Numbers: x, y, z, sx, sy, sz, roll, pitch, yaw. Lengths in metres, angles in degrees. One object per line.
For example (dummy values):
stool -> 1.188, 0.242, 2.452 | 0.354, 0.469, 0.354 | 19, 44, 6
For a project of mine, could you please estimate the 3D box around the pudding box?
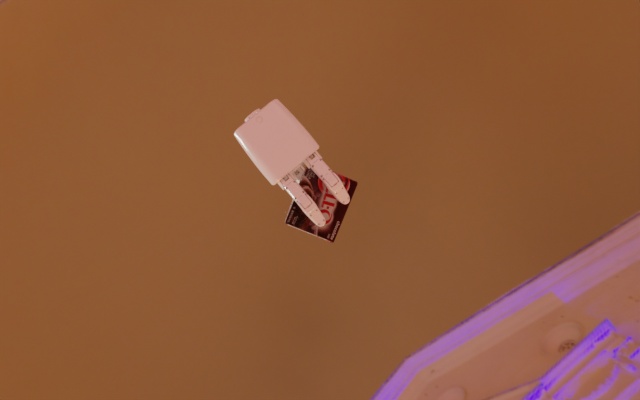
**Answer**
pudding box -> 0.000, 0.003, 0.803 | 0.090, 0.113, 0.039 | 22, 0, -8
